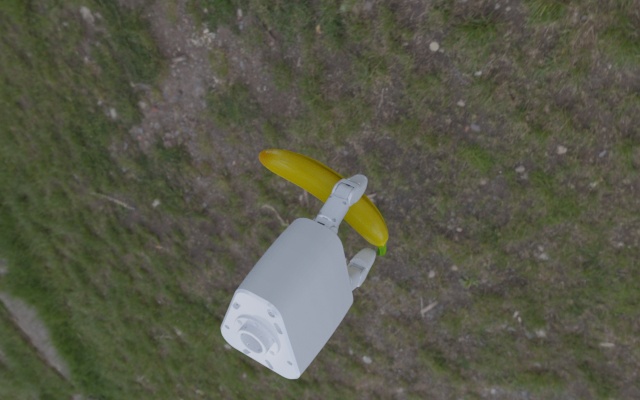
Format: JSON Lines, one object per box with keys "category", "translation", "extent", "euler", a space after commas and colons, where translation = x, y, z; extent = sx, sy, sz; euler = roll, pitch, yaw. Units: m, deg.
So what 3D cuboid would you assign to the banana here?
{"category": "banana", "translation": [0.010, -0.005, 0.561], "extent": [0.037, 0.198, 0.070], "euler": [-50, 0, -40]}
